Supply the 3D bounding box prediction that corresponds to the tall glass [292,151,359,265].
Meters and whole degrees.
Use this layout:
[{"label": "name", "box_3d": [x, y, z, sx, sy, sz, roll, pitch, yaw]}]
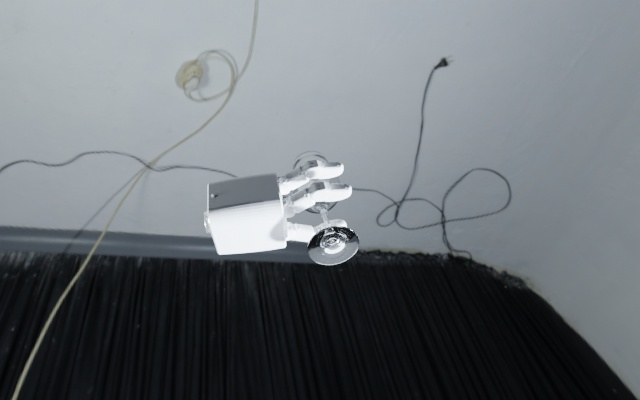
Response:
[{"label": "tall glass", "box_3d": [0.000, 0.003, 0.740, 0.079, 0.079, 0.201, 0, 38, -13]}]
